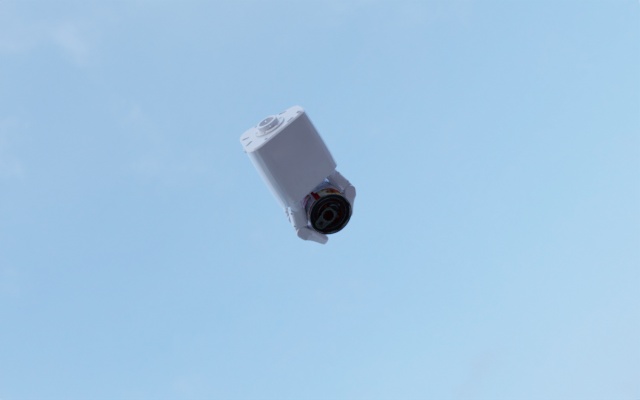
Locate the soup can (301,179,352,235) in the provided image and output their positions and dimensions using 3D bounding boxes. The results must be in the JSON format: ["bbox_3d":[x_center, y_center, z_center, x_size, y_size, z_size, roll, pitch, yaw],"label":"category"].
[{"bbox_3d":[0.000,0.003,0.765,0.068,0.068,0.102,0,22,-20],"label":"soup can"}]
